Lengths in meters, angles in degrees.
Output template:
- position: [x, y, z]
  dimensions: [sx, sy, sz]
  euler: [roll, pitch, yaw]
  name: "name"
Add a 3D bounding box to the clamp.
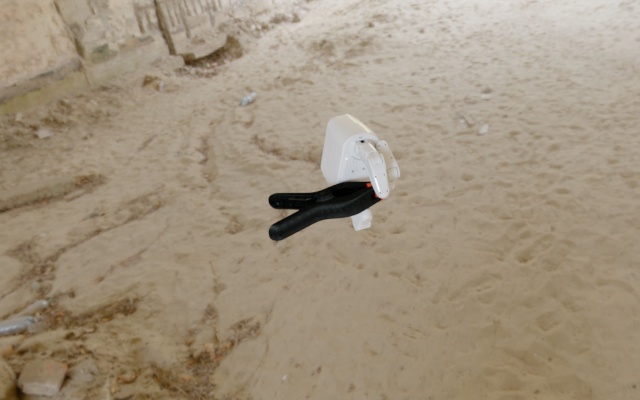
- position: [0.000, 0.002, 0.688]
  dimensions: [0.171, 0.039, 0.120]
  euler: [-15, 31, -9]
  name: "clamp"
